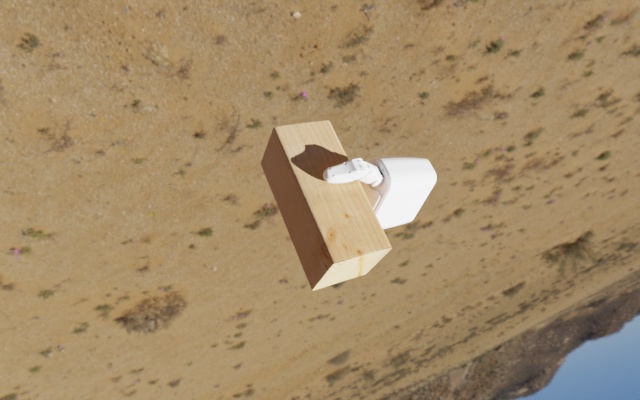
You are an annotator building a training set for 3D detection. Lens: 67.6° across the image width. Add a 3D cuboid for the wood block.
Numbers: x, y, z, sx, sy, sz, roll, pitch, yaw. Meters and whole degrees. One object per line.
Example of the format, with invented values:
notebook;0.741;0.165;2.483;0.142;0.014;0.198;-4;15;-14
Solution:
wood block;0.001;0.002;0.651;0.090;0.206;0.091;-12;-26;-27
